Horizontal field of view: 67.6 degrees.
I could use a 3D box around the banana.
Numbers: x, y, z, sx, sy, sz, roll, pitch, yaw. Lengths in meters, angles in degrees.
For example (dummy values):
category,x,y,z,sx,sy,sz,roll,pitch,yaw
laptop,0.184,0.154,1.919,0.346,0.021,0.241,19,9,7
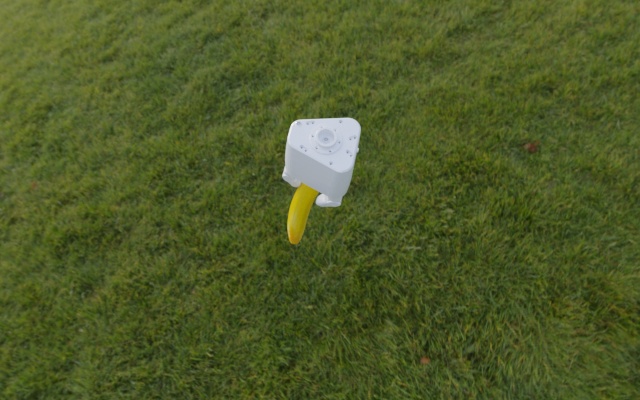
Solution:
category,x,y,z,sx,sy,sz,roll,pitch,yaw
banana,-0.011,-0.012,0.892,0.069,0.197,0.037,43,-19,-12
